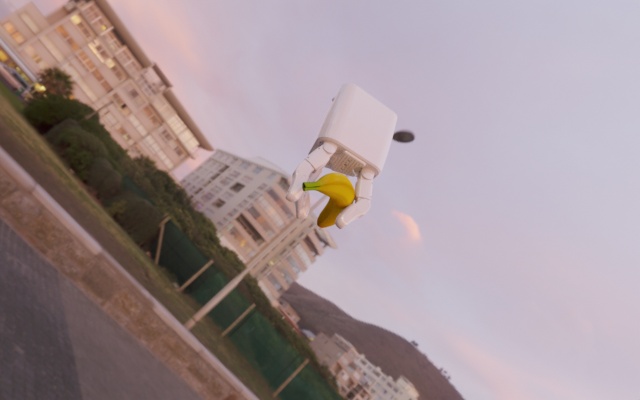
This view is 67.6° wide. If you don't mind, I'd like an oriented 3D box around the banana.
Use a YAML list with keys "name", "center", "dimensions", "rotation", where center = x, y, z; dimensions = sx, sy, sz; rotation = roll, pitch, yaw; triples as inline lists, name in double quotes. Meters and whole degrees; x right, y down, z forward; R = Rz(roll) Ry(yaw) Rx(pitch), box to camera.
- name: "banana"
  center: [0.018, -0.001, 0.719]
  dimensions: [0.069, 0.037, 0.198]
  rotation: [-7, -21, 4]
